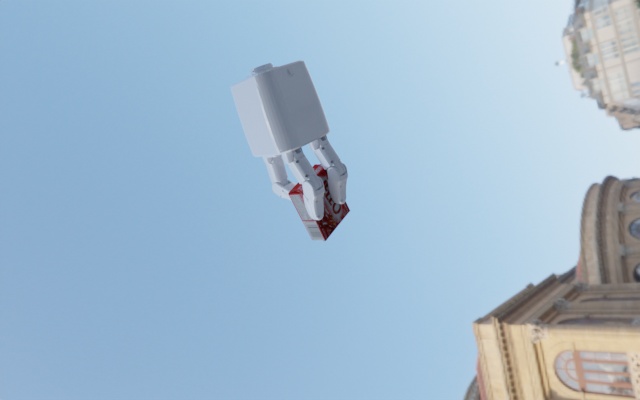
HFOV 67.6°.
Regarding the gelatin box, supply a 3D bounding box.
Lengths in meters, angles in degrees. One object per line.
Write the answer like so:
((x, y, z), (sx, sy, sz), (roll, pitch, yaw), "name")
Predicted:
((0.000, 0.003, 0.689), (0.030, 0.089, 0.073), (-1, 36, 40), "gelatin box")
